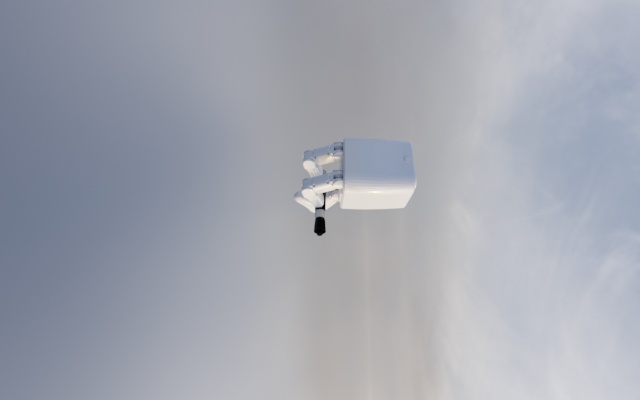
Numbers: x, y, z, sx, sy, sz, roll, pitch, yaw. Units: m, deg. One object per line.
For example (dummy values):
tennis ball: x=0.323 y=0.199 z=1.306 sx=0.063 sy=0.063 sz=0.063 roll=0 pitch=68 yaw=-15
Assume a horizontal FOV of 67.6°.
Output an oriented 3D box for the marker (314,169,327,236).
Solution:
marker: x=0.000 y=0.003 z=0.770 sx=0.020 sy=0.121 sz=0.020 roll=1 pitch=-34 yaw=1
